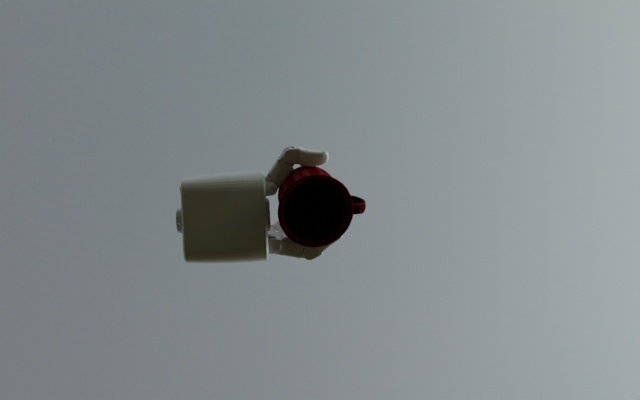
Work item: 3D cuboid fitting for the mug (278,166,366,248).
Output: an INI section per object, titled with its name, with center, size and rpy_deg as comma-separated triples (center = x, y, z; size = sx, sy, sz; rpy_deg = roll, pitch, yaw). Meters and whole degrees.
[mug]
center = 0.001, 0.002, 0.616
size = 0.117, 0.093, 0.081
rpy_deg = -1, 17, -10
